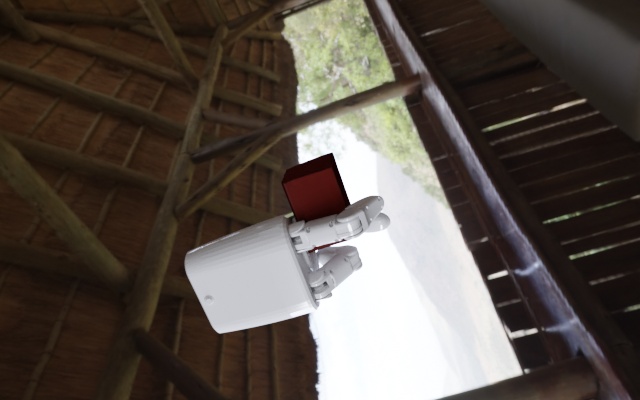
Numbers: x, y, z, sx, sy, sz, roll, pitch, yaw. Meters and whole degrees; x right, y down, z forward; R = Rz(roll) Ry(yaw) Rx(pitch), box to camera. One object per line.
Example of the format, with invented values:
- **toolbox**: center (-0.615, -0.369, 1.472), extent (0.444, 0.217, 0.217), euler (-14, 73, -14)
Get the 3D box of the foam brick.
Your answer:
- **foam brick**: center (0.000, 0.001, 0.469), extent (0.051, 0.078, 0.053), euler (-17, 18, 9)
